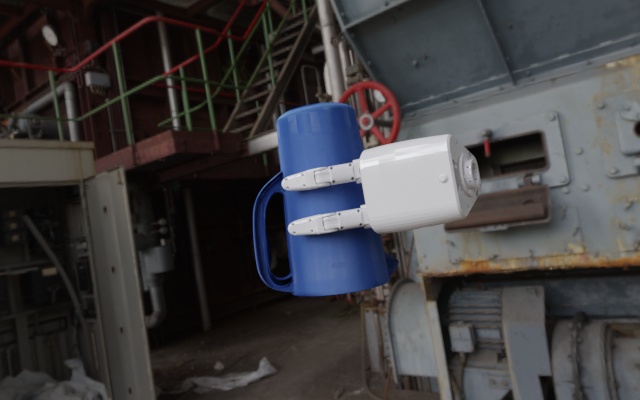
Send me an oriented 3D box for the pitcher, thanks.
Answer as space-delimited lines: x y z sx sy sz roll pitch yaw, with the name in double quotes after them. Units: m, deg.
0.000 0.002 0.633 0.145 0.243 0.149 -10 -2 34 "pitcher"
